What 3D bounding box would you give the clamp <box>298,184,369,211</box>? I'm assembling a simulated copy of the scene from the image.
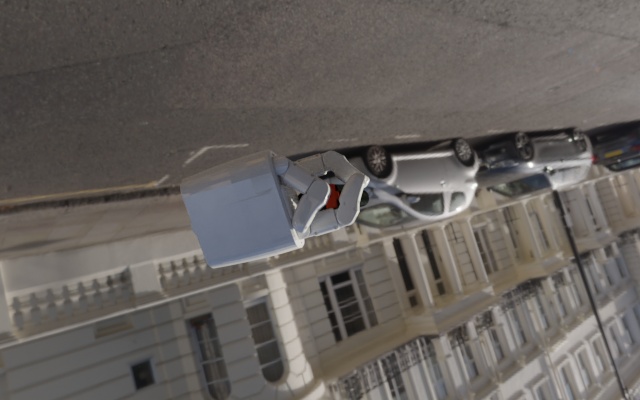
[{"bbox_3d":[0.000,0.003,0.612,0.120,0.039,0.171,-16,-6,7],"label":"clamp"}]
